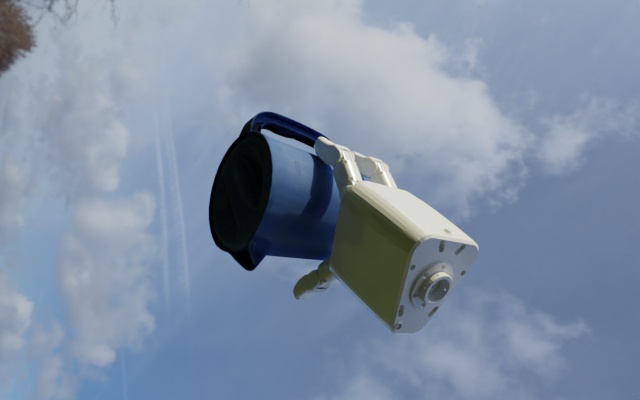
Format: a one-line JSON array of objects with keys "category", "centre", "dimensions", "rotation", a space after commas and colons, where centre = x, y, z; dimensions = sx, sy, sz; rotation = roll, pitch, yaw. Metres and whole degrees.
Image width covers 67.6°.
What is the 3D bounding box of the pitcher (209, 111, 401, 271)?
[{"category": "pitcher", "centre": [0.000, 0.002, 0.579], "dimensions": [0.243, 0.149, 0.145], "rotation": [14, 18, -37]}]
